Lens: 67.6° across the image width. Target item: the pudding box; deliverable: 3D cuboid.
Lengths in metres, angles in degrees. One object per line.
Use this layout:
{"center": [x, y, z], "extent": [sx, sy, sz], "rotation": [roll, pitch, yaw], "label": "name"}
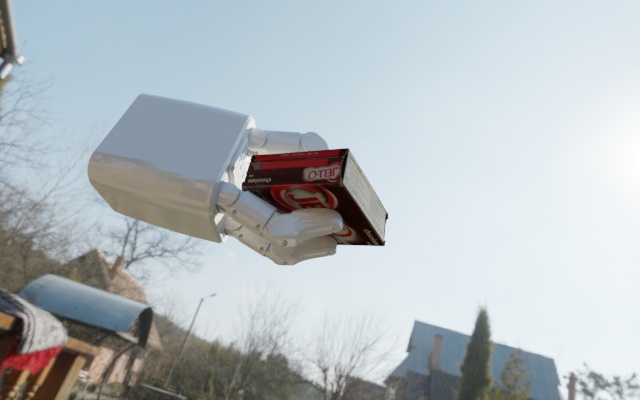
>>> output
{"center": [0.000, 0.001, 0.413], "extent": [0.090, 0.039, 0.113], "rotation": [0, -27, 27], "label": "pudding box"}
